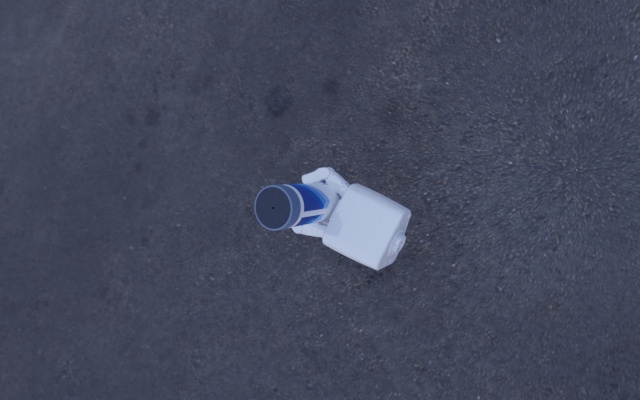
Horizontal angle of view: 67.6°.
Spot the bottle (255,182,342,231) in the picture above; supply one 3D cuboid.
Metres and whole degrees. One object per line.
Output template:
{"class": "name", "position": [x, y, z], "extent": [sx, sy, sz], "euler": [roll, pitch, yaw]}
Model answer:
{"class": "bottle", "position": [0.000, 0.003, 0.823], "extent": [0.069, 0.069, 0.295], "euler": [0, 3, 28]}
